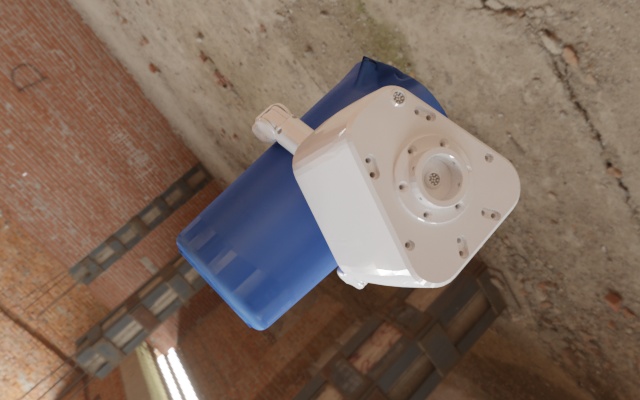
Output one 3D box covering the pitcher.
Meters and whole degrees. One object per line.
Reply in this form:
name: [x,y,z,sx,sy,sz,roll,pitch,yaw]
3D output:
pitcher: [0.000,0.001,0.438,0.243,0.149,0.145,-43,7,-16]
